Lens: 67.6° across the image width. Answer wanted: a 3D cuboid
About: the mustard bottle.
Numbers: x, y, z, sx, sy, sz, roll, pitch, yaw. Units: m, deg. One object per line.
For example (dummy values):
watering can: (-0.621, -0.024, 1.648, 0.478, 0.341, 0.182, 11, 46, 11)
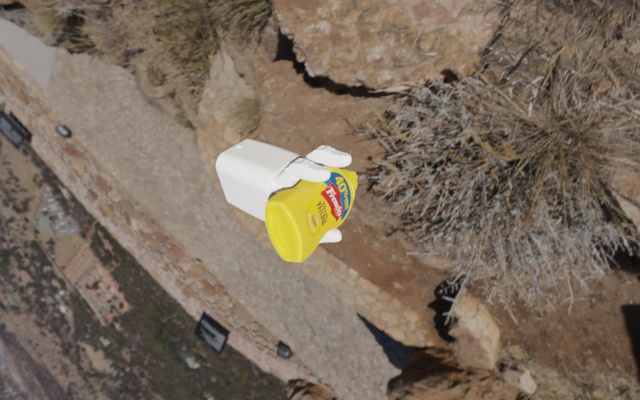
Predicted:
mustard bottle: (0.000, 0.002, 0.699, 0.058, 0.096, 0.191, 0, 26, 36)
